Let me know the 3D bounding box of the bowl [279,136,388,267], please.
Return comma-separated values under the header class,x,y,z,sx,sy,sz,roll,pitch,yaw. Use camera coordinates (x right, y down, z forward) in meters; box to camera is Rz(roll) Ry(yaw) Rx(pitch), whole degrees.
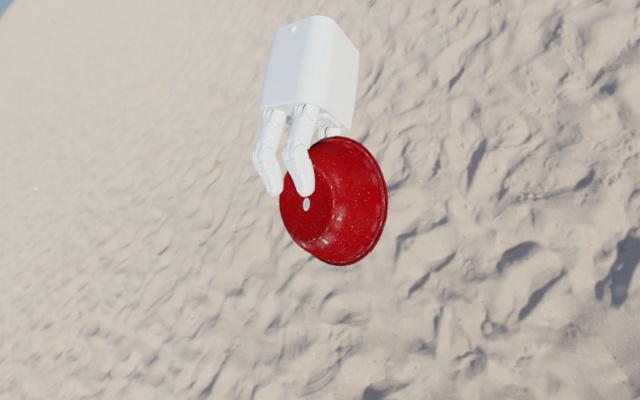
class,x,y,z,sx,sy,sz,roll,pitch,yaw
bowl,0.000,0.003,0.572,0.162,0.162,0.055,0,2,43
